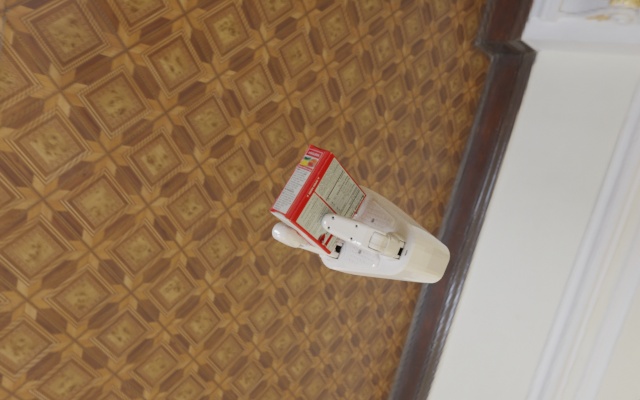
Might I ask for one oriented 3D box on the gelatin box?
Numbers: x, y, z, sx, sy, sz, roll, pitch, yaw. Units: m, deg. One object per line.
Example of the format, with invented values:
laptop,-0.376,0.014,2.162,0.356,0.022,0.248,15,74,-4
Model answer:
gelatin box,0.000,0.001,0.456,0.030,0.073,0.089,23,-13,35
